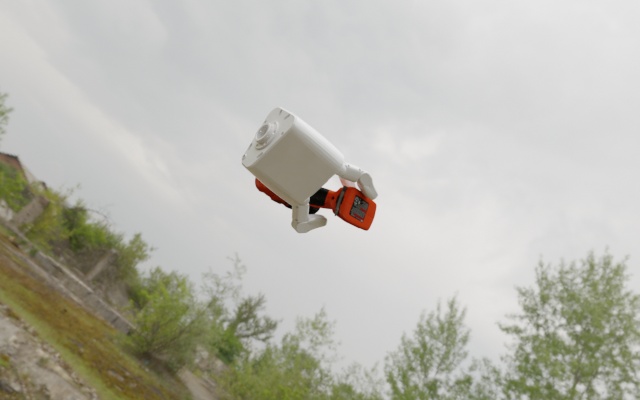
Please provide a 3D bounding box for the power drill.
[{"bbox_3d":[0.000,0.003,0.843,0.187,0.057,0.184,13,-8,33],"label":"power drill"}]
